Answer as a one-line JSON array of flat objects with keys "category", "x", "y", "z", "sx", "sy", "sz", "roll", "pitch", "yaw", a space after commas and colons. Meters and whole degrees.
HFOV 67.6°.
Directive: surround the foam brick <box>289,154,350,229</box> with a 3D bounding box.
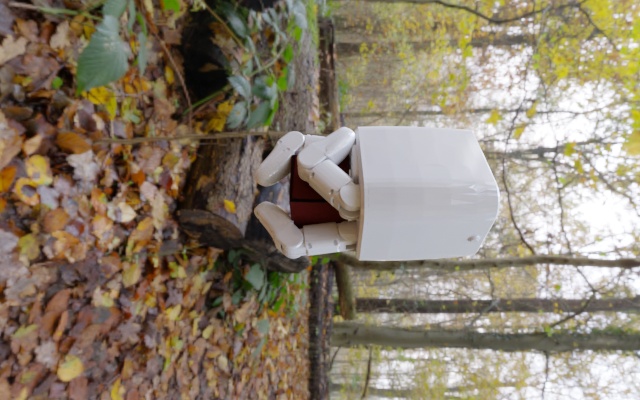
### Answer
[{"category": "foam brick", "x": 0.000, "y": 0.002, "z": 0.437, "sx": 0.051, "sy": 0.053, "sz": 0.078, "roll": 0, "pitch": -33, "yaw": 1}]
